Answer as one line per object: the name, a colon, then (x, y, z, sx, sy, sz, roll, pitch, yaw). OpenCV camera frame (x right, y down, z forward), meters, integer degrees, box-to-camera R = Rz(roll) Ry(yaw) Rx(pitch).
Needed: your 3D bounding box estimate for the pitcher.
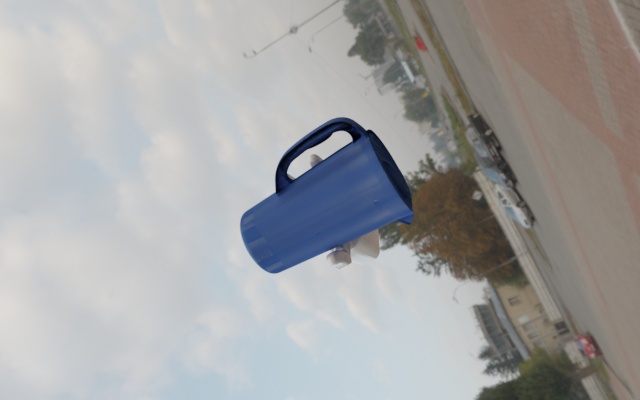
pitcher: (0.000, 0.002, 0.696, 0.243, 0.149, 0.145, -29, -26, 17)
